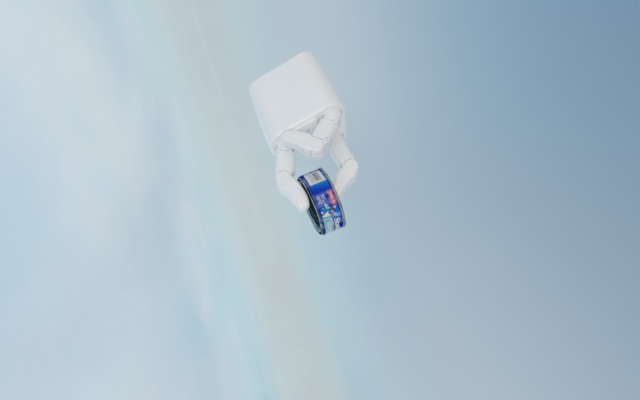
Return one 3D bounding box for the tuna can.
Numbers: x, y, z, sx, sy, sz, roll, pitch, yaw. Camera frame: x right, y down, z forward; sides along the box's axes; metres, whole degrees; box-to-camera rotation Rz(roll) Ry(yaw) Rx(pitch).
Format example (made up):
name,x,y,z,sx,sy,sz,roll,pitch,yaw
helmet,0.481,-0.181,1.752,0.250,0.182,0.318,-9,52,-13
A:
name,x,y,z,sx,sy,sz,roll,pitch,yaw
tuna can,0.000,0.002,0.630,0.034,0.086,0.086,-22,4,-10
